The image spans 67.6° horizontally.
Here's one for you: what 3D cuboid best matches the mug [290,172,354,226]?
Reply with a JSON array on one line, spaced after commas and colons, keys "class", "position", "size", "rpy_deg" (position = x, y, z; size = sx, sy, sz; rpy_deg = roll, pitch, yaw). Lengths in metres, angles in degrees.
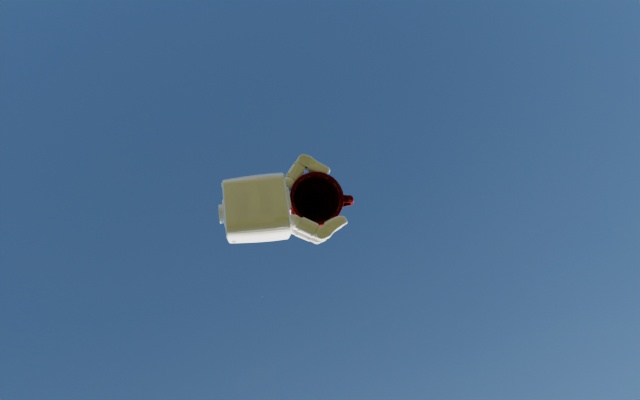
[{"class": "mug", "position": [0.002, 0.003, 0.849], "size": [0.117, 0.093, 0.081], "rpy_deg": [-5, -11, -10]}]
